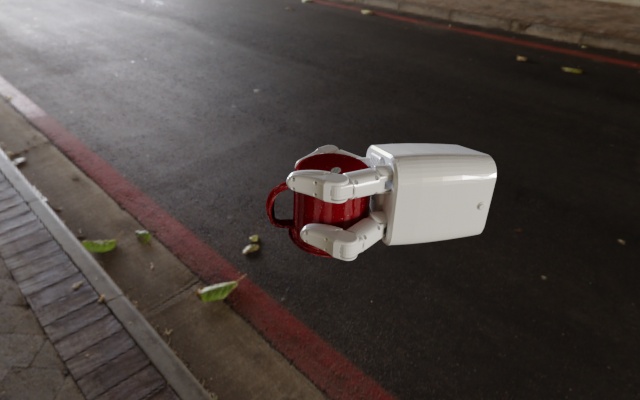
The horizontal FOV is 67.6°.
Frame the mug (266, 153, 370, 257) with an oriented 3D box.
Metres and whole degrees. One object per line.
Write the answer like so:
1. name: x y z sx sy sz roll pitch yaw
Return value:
1. mug: -0.001 0.002 0.512 0.117 0.081 0.093 -3 32 -9
